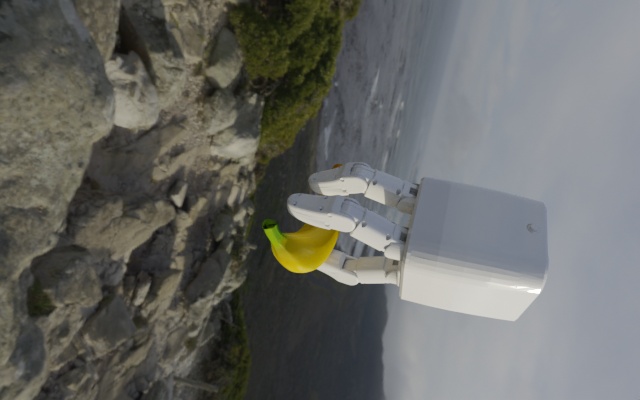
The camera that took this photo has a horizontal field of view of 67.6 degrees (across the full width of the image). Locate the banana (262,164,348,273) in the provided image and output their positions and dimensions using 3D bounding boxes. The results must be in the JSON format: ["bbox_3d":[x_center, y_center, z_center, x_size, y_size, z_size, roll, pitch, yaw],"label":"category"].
[{"bbox_3d":[-0.002,0.020,0.465,0.037,0.070,0.197,7,20,16],"label":"banana"}]
